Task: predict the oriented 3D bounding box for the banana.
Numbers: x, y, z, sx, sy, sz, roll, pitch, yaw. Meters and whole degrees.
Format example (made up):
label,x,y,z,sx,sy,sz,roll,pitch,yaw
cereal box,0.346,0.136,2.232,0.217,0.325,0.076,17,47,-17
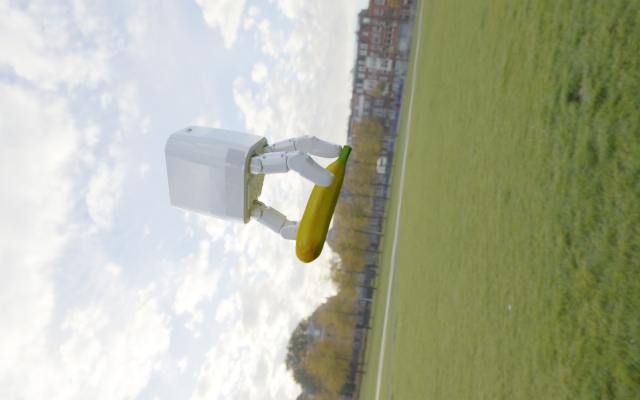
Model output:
label,x,y,z,sx,sy,sz,roll,pitch,yaw
banana,-0.002,0.012,0.584,0.037,0.197,0.070,15,-44,3
